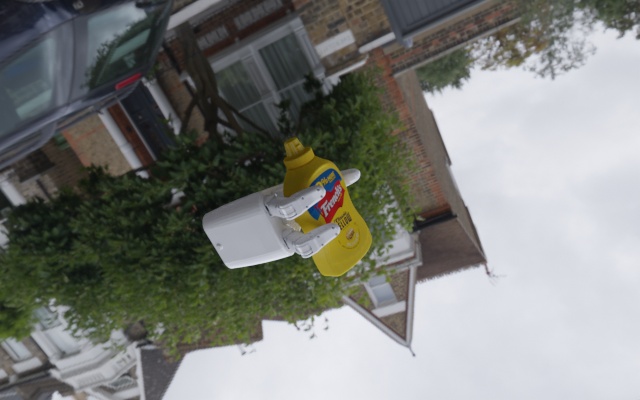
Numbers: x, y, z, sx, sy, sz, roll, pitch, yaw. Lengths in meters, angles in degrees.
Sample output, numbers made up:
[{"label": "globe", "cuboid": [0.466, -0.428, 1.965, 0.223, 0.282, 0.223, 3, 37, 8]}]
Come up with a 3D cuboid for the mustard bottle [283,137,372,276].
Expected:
[{"label": "mustard bottle", "cuboid": [0.000, 0.002, 0.654, 0.058, 0.192, 0.096, -4, 29, 48]}]
